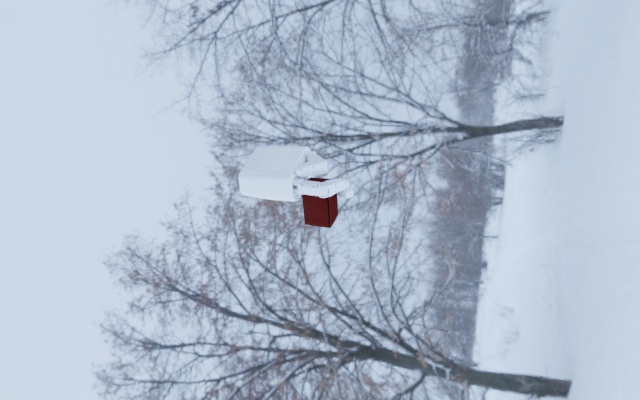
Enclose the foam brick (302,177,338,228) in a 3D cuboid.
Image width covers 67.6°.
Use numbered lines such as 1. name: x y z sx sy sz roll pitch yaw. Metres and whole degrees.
1. foam brick: 0.000 0.003 0.880 0.051 0.078 0.053 4 26 18
